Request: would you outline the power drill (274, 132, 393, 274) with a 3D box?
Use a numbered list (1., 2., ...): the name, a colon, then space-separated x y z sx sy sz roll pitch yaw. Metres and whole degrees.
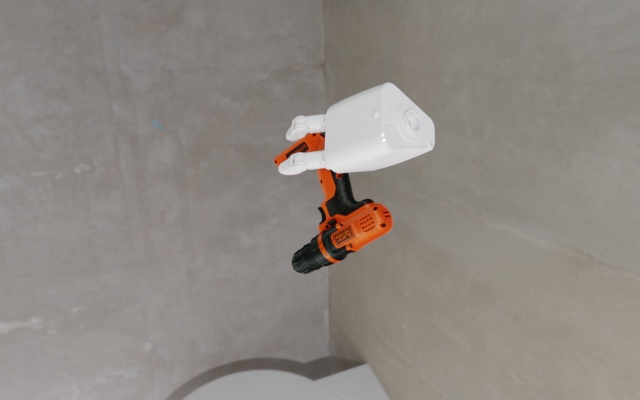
1. power drill: 0.000 0.002 0.727 0.184 0.187 0.057 -32 -13 29
